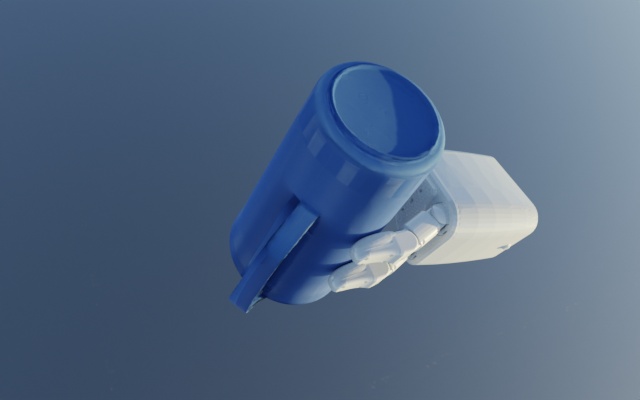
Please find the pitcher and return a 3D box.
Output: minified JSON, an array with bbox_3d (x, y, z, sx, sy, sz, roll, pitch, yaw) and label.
[{"bbox_3d":[0.000,0.001,0.434,0.145,0.149,0.243,2,-31,-22],"label":"pitcher"}]
